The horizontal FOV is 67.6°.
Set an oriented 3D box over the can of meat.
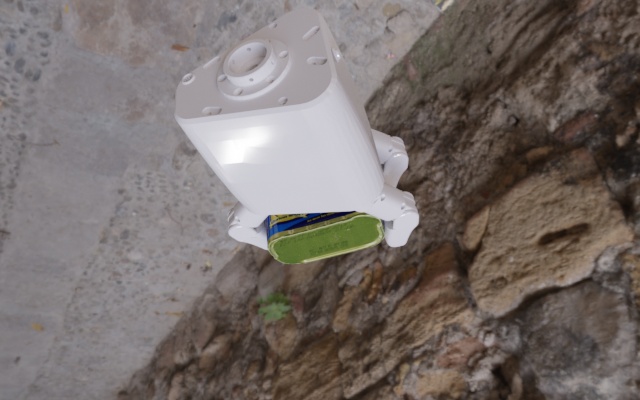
[{"bbox_3d":[0.000,0.002,0.415,0.102,0.084,0.057,-16,-36,9],"label":"can of meat"}]
